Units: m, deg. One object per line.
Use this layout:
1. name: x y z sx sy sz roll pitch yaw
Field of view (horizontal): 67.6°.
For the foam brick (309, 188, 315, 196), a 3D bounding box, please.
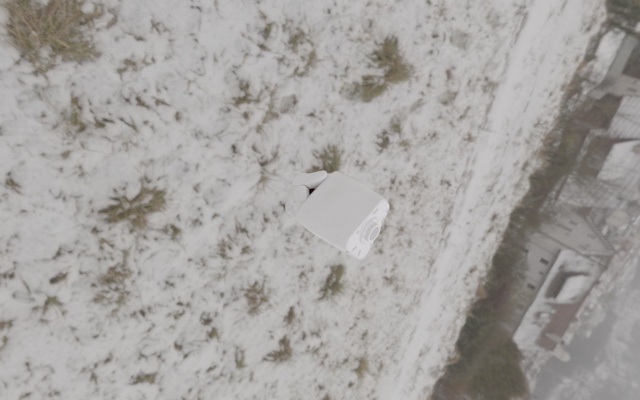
1. foam brick: 0.000 0.003 0.872 0.051 0.053 0.078 27 -8 30
